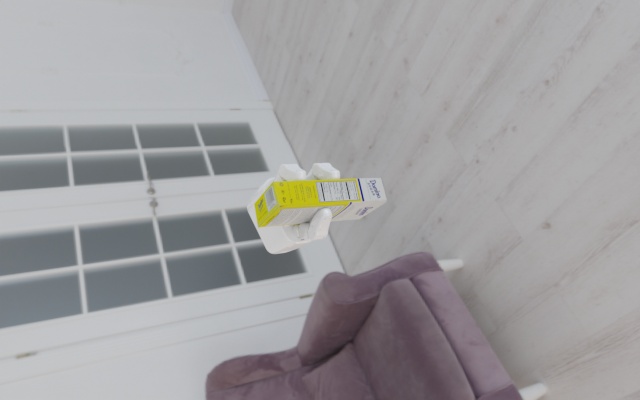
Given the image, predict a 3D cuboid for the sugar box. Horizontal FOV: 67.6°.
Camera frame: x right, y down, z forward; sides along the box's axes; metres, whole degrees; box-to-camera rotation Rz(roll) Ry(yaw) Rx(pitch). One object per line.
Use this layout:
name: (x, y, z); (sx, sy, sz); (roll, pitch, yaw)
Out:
sugar box: (0.000, 0.002, 0.712); (0.176, 0.048, 0.093); (-6, -17, -28)
